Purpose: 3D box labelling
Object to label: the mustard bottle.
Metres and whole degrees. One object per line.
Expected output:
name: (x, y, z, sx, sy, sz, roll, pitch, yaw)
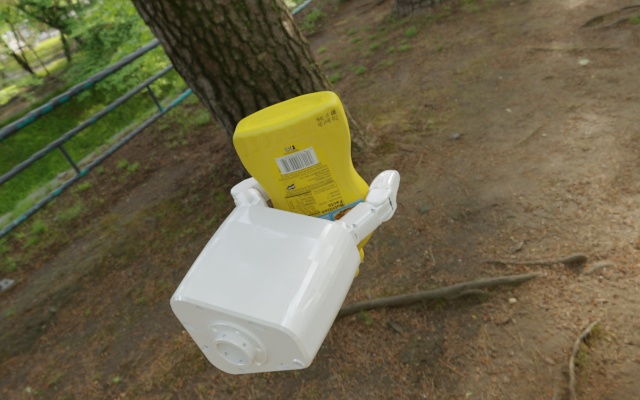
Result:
mustard bottle: (0.000, 0.001, 0.446, 0.096, 0.192, 0.058, -18, 31, 9)
